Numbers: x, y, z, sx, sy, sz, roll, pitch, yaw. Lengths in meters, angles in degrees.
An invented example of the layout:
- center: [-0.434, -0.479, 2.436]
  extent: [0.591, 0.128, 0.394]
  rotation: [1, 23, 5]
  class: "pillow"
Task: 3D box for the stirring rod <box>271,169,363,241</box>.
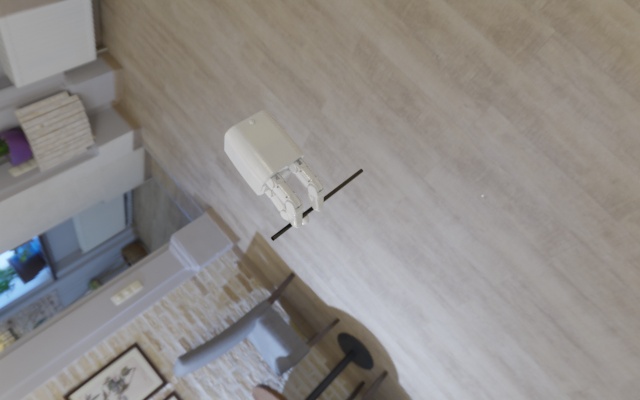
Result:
- center: [0.000, 0.003, 0.855]
  extent: [0.239, 0.011, 0.011]
  rotation: [-37, 23, -34]
  class: "stirring rod"
